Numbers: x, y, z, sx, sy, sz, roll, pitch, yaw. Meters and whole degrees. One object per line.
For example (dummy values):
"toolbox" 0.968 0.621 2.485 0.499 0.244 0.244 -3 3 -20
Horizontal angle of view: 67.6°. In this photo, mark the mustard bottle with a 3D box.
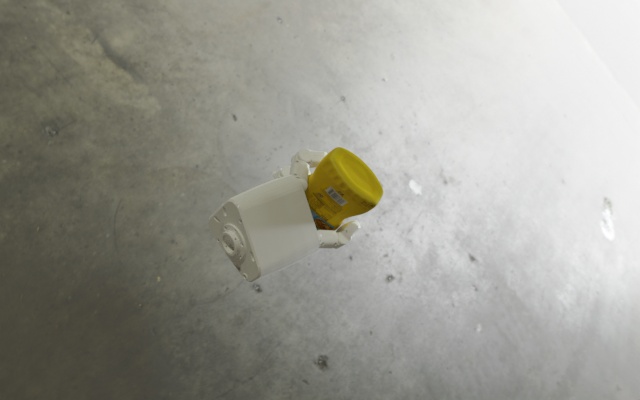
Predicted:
"mustard bottle" 0.000 0.002 0.713 0.192 0.096 0.058 -36 15 48
